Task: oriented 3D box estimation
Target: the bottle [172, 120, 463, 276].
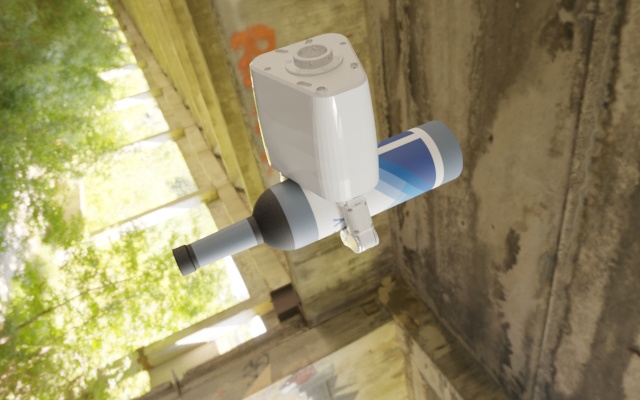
[{"bbox_3d":[0.000,0.002,0.474,0.295,0.069,0.069,-23,6,-14],"label":"bottle"}]
